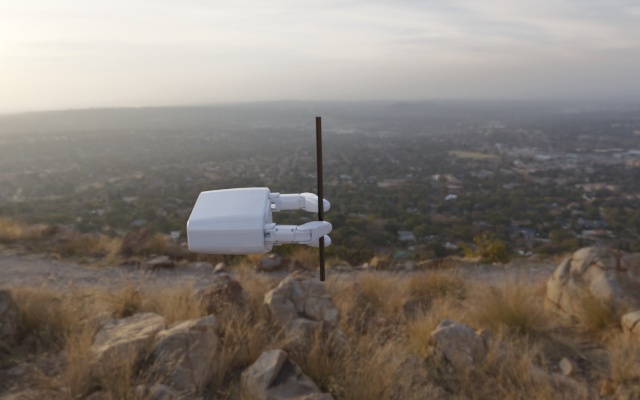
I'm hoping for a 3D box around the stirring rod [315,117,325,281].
[{"bbox_3d":[0.000,0.002,0.683,0.011,0.239,0.011,-1,14,0],"label":"stirring rod"}]
